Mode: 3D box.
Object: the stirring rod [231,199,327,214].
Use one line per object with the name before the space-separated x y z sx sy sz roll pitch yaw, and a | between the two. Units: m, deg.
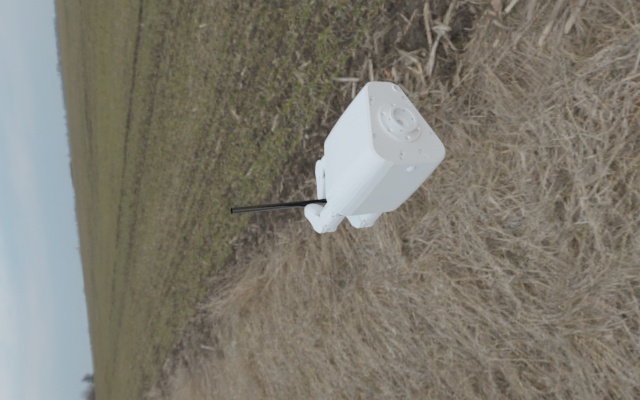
stirring rod | 0.000 0.002 0.625 0.239 0.011 0.011 -6 3 -27
